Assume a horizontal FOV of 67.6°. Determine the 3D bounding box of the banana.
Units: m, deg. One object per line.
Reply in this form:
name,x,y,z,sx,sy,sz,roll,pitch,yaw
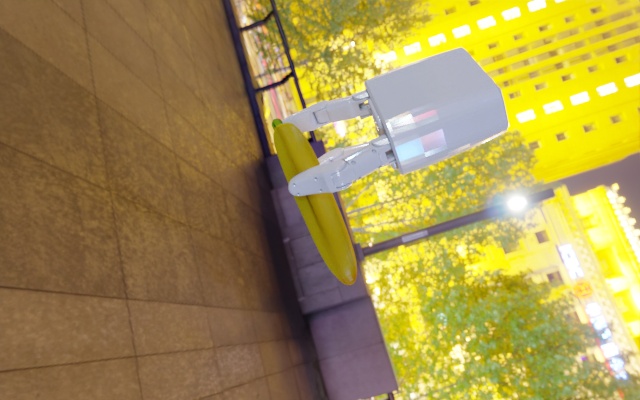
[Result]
banana,-0.003,-0.001,0.490,0.037,0.198,0.069,-23,0,7
